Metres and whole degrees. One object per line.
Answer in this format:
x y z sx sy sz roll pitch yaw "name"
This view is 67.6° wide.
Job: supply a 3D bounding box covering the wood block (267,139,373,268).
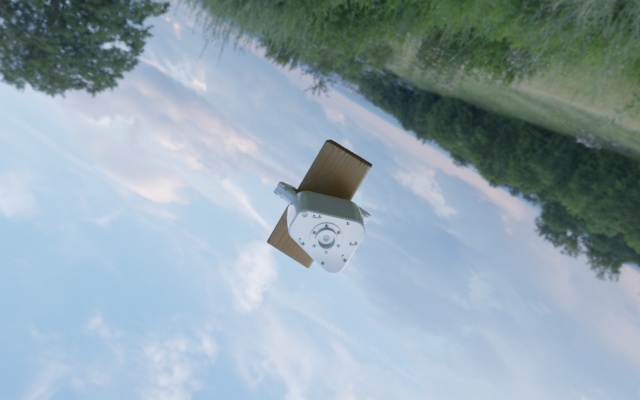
0.000 0.003 0.849 0.091 0.206 0.090 32 11 2 "wood block"
